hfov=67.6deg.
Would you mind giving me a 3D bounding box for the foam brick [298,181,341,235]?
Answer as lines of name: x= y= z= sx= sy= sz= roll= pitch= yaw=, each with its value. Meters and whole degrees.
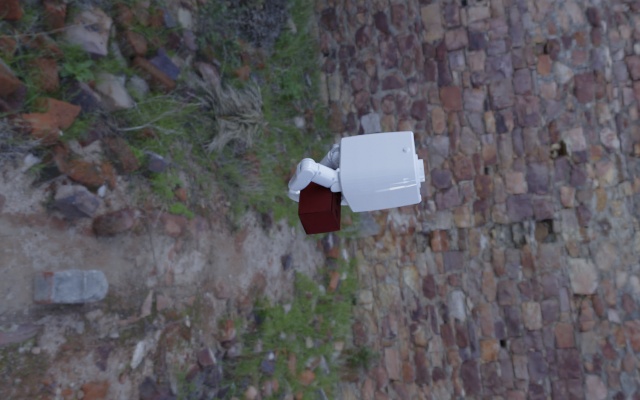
foam brick: x=0.000 y=0.003 z=0.700 sx=0.051 sy=0.078 sz=0.053 roll=-6 pitch=-37 yaw=12
